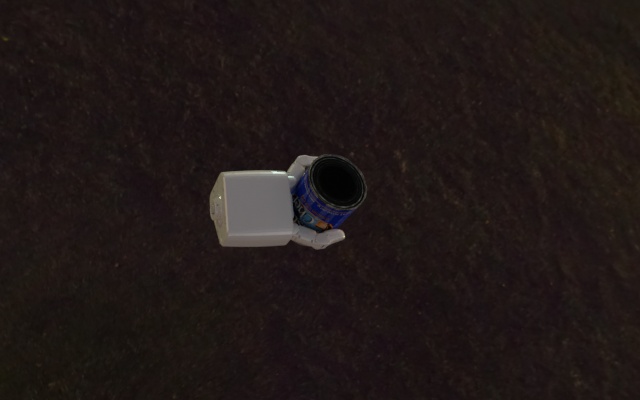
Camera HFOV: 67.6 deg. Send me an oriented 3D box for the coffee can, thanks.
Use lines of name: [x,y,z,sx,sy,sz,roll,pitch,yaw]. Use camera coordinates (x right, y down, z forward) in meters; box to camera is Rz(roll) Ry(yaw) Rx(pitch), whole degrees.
coffee can: [0.000,0.003,0.803,0.103,0.102,0.140,0,-28,-27]
